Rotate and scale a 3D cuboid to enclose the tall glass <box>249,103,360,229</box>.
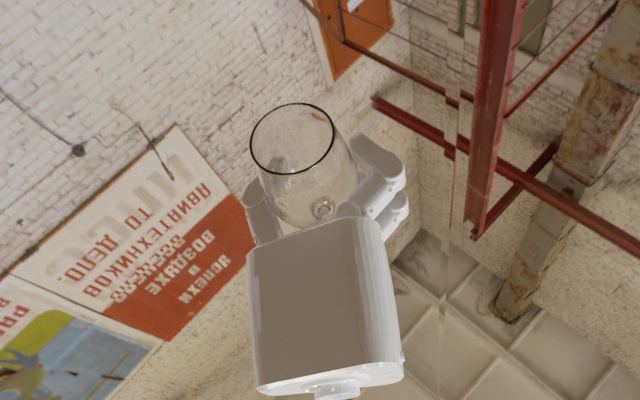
[{"bbox_3d":[0.000,0.002,0.418,0.079,0.079,0.201,0,-27,14],"label":"tall glass"}]
